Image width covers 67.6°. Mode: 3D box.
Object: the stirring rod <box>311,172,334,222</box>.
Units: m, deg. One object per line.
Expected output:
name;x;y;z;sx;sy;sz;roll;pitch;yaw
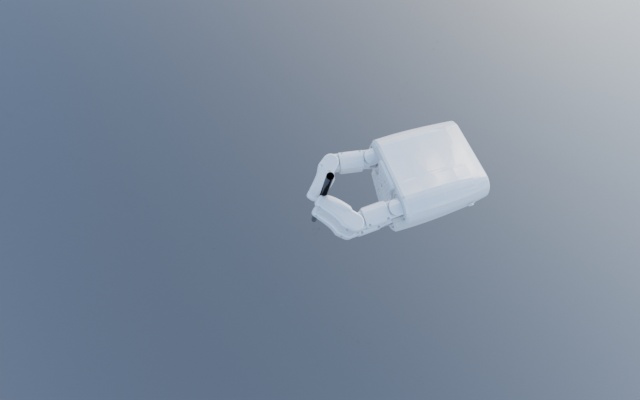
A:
stirring rod;0.000;0.002;0.580;0.011;0.011;0.239;0;-12;-5
